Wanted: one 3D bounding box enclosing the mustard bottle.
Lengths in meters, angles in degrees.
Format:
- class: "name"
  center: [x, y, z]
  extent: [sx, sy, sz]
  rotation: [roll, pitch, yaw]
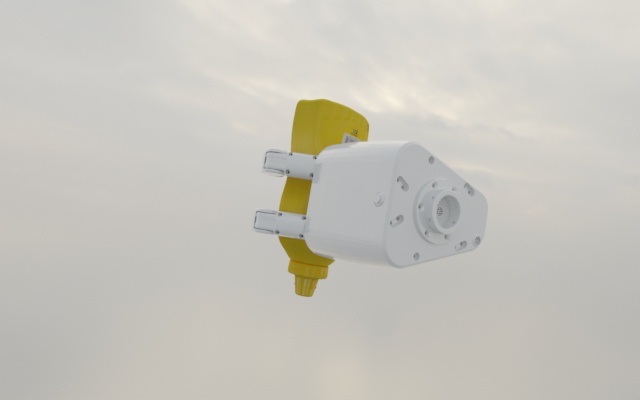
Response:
- class: "mustard bottle"
  center: [0.000, 0.001, 0.486]
  extent: [0.058, 0.191, 0.096]
  rotation: [7, -4, 34]
